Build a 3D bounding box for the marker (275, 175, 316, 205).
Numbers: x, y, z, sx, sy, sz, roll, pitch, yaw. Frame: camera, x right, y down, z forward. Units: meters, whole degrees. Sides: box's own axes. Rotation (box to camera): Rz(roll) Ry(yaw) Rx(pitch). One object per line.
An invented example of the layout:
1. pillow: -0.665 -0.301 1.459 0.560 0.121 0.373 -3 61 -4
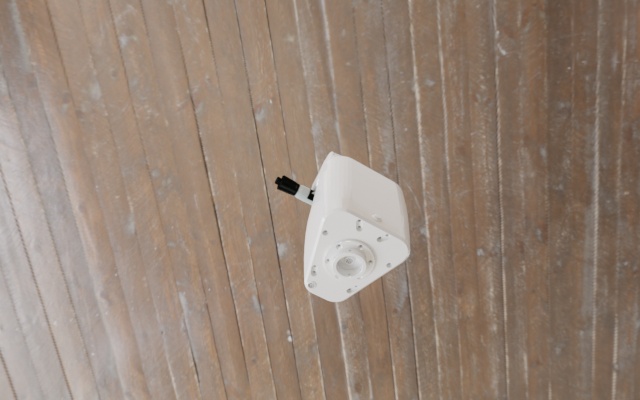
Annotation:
1. marker: 0.000 0.002 0.580 0.121 0.020 0.020 27 -6 -12
